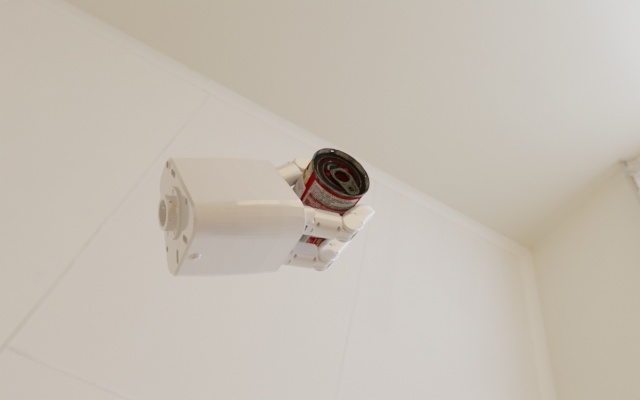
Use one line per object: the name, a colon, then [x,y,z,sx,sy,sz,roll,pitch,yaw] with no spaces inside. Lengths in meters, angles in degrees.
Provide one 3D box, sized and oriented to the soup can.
soup can: [0.000,0.002,0.528,0.068,0.068,0.102,0,-39,-34]
